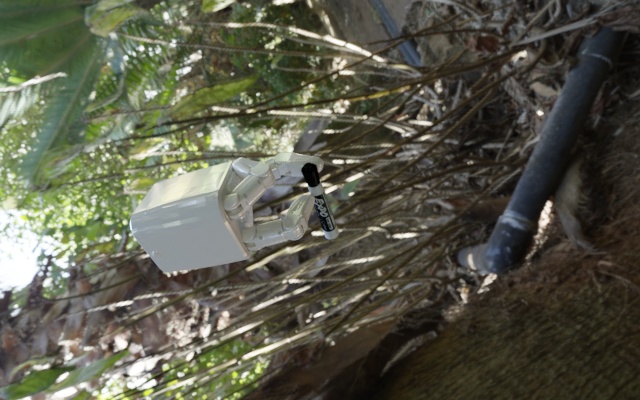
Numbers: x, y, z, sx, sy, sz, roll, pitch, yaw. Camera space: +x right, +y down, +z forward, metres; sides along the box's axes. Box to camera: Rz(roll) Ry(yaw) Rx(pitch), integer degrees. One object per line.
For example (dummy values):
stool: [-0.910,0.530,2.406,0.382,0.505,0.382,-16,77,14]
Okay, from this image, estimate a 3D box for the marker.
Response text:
marker: [0.000,0.002,0.578,0.020,0.020,0.121,0,-44,20]
